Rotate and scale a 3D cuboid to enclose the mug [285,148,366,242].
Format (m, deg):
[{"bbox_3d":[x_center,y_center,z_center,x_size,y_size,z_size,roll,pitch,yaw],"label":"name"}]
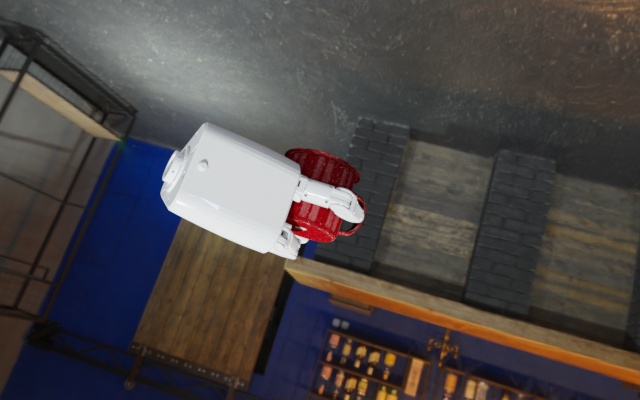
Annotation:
[{"bbox_3d":[0.001,0.003,0.555,0.117,0.081,0.093,26,-18,-24],"label":"mug"}]
